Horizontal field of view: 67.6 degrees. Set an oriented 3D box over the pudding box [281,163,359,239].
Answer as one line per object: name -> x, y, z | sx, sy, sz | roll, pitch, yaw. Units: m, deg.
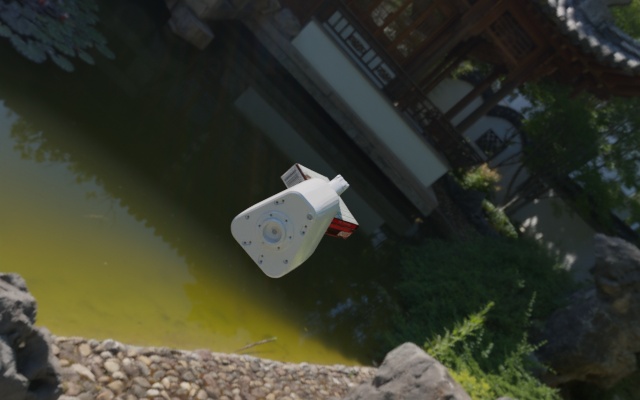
pudding box -> 0.000, 0.002, 0.735 | 0.039, 0.113, 0.090 | -41, -32, 18
